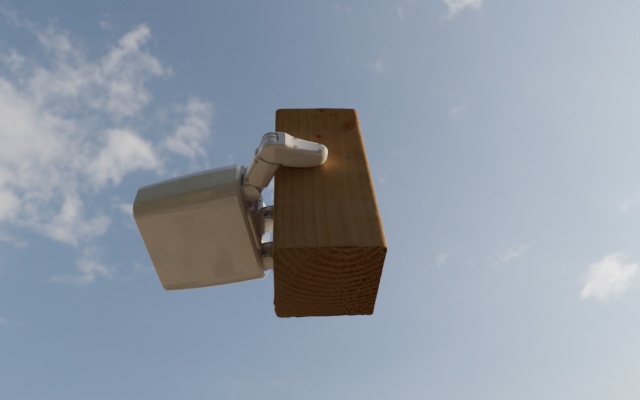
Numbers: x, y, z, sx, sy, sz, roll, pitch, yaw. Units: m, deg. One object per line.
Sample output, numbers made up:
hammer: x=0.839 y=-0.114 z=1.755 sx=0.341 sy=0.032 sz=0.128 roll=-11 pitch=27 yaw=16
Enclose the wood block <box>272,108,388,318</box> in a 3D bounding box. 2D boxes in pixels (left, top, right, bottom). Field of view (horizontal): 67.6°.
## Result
wood block: x=0.000 y=0.001 z=0.467 sx=0.090 sy=0.091 sz=0.206 roll=-1 pitch=42 yaw=-4
